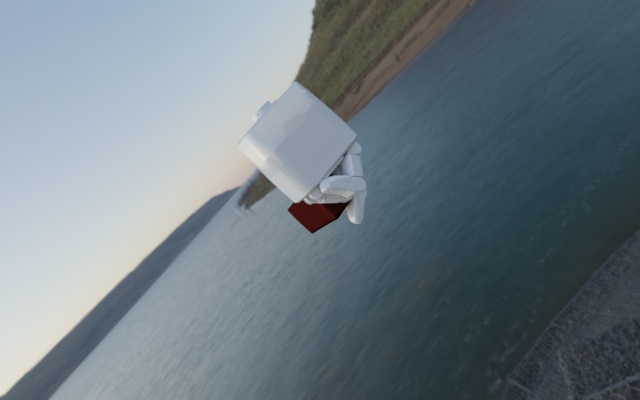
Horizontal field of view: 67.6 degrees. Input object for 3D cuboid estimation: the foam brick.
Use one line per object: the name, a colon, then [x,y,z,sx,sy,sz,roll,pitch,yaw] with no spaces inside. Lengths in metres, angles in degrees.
foam brick: [0.000,0.002,0.664,0.051,0.053,0.078,42,-34,-9]
